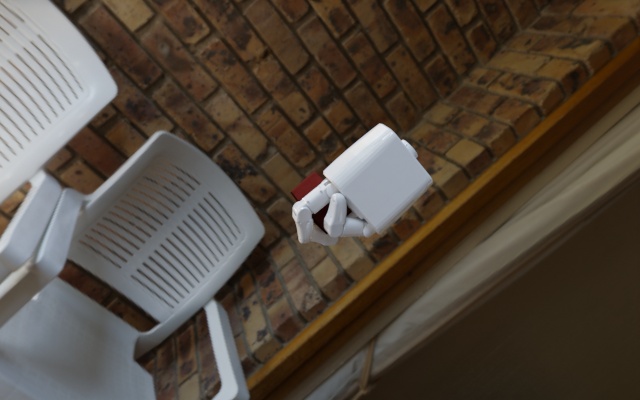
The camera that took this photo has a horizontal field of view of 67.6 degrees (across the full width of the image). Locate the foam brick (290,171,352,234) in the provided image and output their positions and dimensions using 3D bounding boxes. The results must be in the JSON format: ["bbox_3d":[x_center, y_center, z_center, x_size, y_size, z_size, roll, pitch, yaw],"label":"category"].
[{"bbox_3d":[0.000,0.002,0.705,0.053,0.051,0.078,46,2,-33],"label":"foam brick"}]
